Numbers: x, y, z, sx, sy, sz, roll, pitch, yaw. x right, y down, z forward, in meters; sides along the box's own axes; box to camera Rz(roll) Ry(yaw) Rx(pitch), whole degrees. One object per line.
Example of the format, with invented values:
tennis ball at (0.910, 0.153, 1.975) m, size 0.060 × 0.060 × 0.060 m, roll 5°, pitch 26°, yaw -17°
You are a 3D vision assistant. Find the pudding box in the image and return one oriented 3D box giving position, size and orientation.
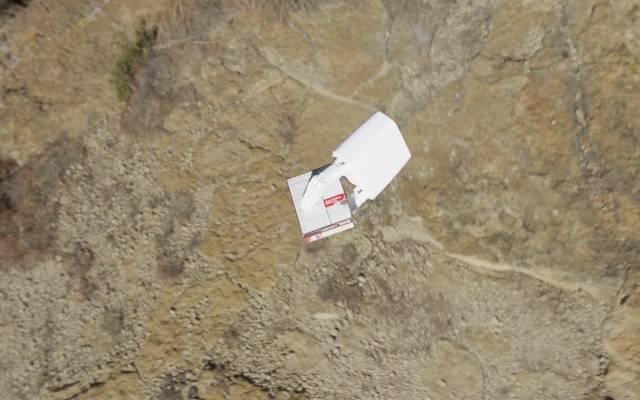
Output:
pudding box at (0.000, 0.003, 0.796) m, size 0.090 × 0.113 × 0.039 m, roll -20°, pitch -28°, yaw 5°
